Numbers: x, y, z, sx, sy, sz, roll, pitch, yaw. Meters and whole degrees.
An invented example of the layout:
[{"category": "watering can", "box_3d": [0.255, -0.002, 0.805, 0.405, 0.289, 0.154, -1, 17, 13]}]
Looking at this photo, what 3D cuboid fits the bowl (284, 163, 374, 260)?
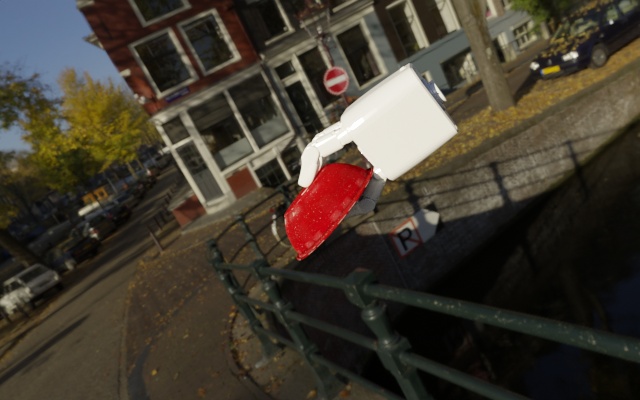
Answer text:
[{"category": "bowl", "box_3d": [-0.001, 0.003, 0.653, 0.055, 0.162, 0.162, 39, -5, -6]}]
